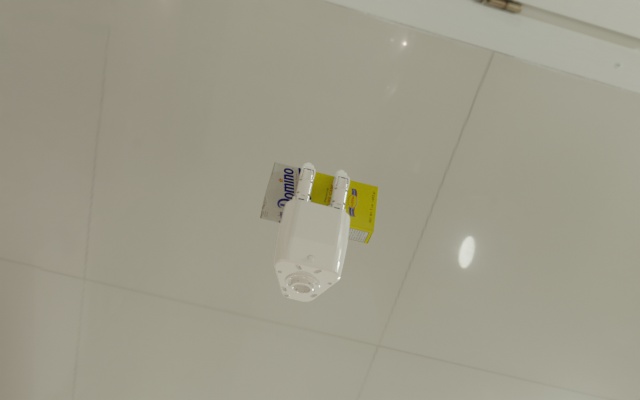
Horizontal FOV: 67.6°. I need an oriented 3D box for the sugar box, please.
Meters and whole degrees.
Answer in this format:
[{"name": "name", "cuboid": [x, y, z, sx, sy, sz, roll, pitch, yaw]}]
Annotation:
[{"name": "sugar box", "cuboid": [0.000, 0.002, 0.764, 0.176, 0.093, 0.048, 14, -38, -5]}]
